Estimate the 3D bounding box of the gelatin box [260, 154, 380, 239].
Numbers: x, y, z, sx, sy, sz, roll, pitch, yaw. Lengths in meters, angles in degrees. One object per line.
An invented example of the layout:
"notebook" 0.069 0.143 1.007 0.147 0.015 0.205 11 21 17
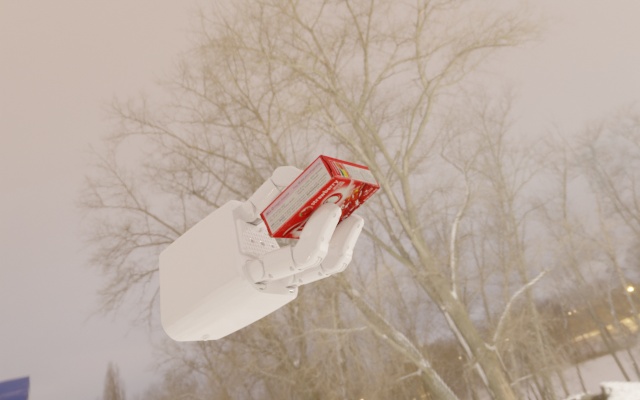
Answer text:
"gelatin box" 0.000 0.001 0.440 0.089 0.030 0.073 -43 -30 26
